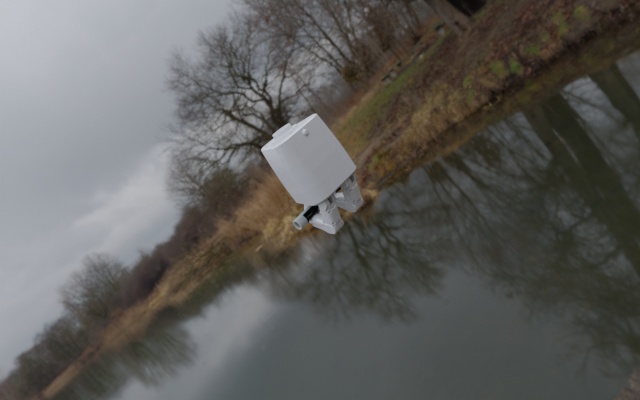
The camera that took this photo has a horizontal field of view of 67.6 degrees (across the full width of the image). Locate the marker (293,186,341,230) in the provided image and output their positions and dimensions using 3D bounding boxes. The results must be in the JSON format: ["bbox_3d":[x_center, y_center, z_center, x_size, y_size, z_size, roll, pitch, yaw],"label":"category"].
[{"bbox_3d":[0.000,0.003,0.777,0.020,0.020,0.121,0,37,50],"label":"marker"}]
